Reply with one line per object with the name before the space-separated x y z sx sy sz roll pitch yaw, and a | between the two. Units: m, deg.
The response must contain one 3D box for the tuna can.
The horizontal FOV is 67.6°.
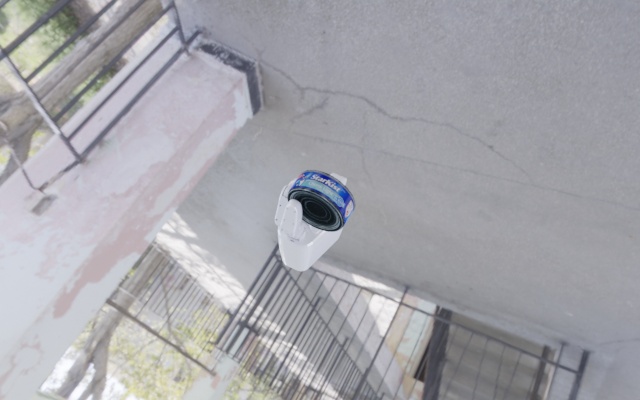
tuna can | 0.000 0.002 0.623 0.086 0.033 0.086 24 -31 16
